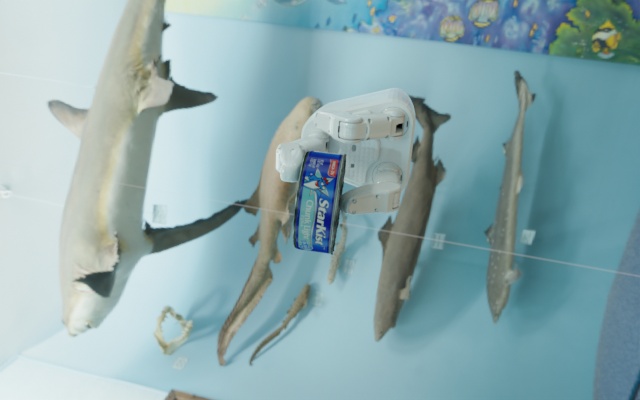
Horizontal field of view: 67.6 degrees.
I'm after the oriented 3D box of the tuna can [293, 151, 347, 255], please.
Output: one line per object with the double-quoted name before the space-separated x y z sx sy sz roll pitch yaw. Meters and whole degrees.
"tuna can" -0.001 0.001 0.404 0.034 0.086 0.086 8 0 4
